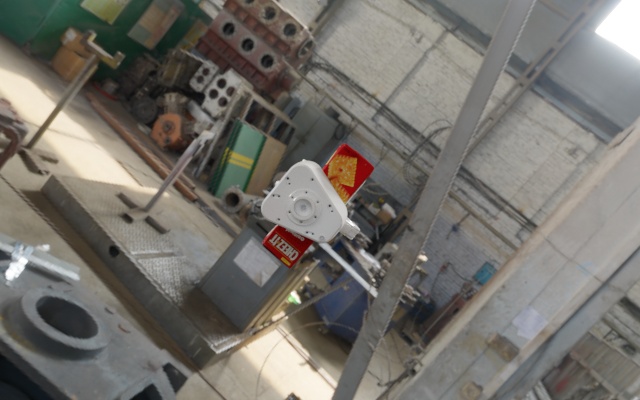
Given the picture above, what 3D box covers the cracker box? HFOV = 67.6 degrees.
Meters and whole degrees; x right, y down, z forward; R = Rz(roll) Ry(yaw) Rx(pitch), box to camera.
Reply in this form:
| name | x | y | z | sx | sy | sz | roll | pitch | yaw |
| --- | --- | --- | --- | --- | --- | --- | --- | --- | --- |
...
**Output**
| name | x | y | z | sx | sy | sz | roll | pitch | yaw |
| --- | --- | --- | --- | --- | --- | --- | --- | --- | --- |
| cracker box | 0.000 | 0.003 | 0.835 | 0.072 | 0.214 | 0.164 | 41 | 7 | 1 |
